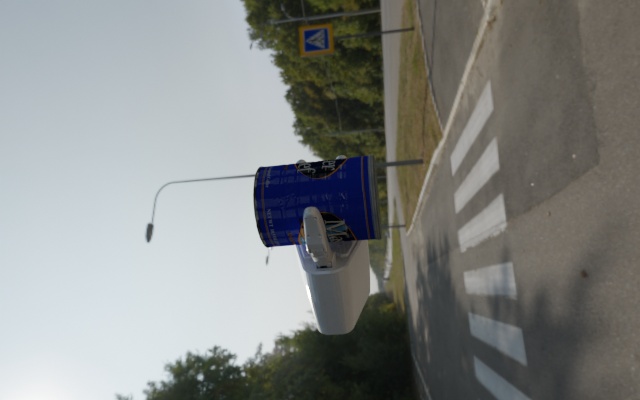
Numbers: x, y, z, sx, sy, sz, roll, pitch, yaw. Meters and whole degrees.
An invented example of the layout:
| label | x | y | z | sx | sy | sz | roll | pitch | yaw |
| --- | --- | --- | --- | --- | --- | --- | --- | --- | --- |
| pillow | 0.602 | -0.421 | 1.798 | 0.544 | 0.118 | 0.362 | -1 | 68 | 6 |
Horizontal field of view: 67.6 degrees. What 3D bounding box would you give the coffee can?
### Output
| label | x | y | z | sx | sy | sz | roll | pitch | yaw |
| --- | --- | --- | --- | --- | --- | --- | --- | --- | --- |
| coffee can | 0.000 | 0.002 | 0.583 | 0.140 | 0.103 | 0.103 | -5 | -1 | 8 |
